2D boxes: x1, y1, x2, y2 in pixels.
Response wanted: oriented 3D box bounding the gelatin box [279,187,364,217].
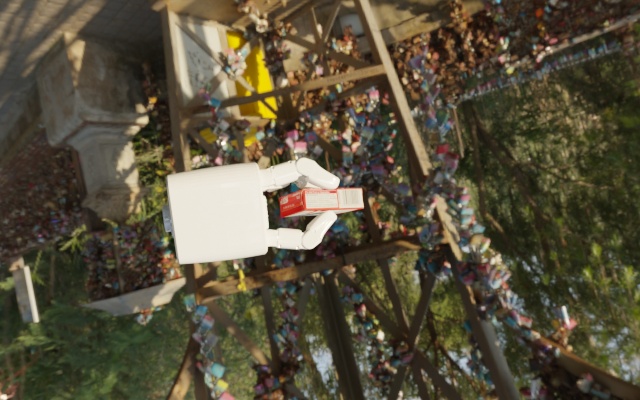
[{"bbox_3d":[0.000,0.003,0.627,0.089,0.030,0.073,-2,-7,-28],"label":"gelatin box"}]
